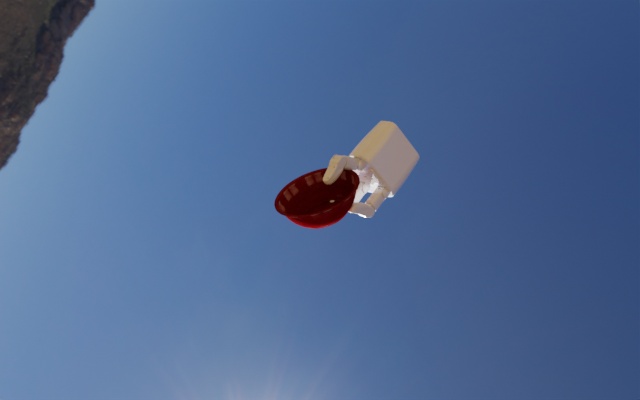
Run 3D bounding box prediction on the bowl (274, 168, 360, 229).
[{"bbox_3d":[-0.001,0.004,0.874,0.162,0.055,0.162,-15,29,9],"label":"bowl"}]
